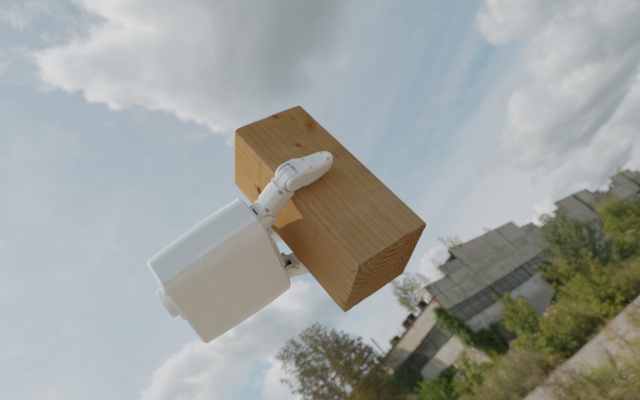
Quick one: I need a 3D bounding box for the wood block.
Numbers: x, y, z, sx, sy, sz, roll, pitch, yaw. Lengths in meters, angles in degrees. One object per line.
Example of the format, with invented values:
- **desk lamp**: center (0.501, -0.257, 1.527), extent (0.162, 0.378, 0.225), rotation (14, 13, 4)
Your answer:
- **wood block**: center (0.000, 0.002, 0.513), extent (0.090, 0.091, 0.206), rotation (-27, 59, -29)
